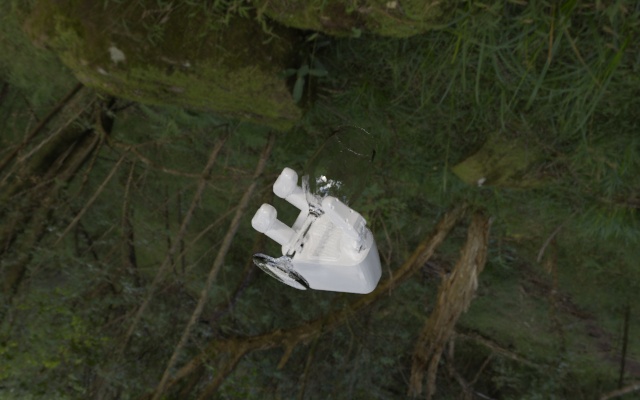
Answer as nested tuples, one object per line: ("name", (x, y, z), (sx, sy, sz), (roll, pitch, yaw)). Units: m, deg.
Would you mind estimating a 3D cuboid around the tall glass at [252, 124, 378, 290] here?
("tall glass", (0.000, 0.002, 0.576), (0.079, 0.201, 0.079), (25, -23, 11))
